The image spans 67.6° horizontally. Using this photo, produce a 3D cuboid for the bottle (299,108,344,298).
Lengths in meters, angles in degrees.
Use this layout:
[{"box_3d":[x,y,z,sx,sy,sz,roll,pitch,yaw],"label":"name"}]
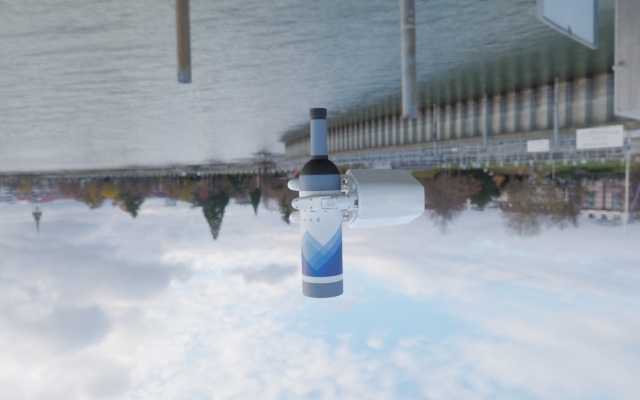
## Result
[{"box_3d":[0.000,0.003,0.761,0.069,0.296,0.069,-2,3,0],"label":"bottle"}]
